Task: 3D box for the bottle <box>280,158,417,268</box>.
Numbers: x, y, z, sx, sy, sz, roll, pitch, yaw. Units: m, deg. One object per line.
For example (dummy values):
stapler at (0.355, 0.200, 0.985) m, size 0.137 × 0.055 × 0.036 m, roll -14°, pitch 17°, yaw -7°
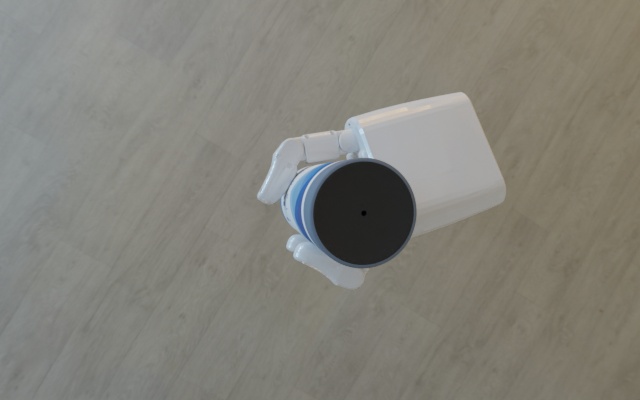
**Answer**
bottle at (0.000, 0.001, 0.428) m, size 0.069 × 0.069 × 0.295 m, roll 0°, pitch 2°, yaw -10°
